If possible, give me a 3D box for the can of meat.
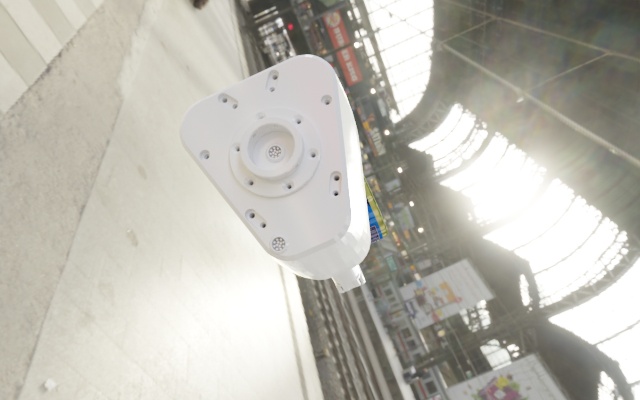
[{"bbox_3d":[0.000,0.001,0.407,0.084,0.102,0.057,-24,-18,3],"label":"can of meat"}]
